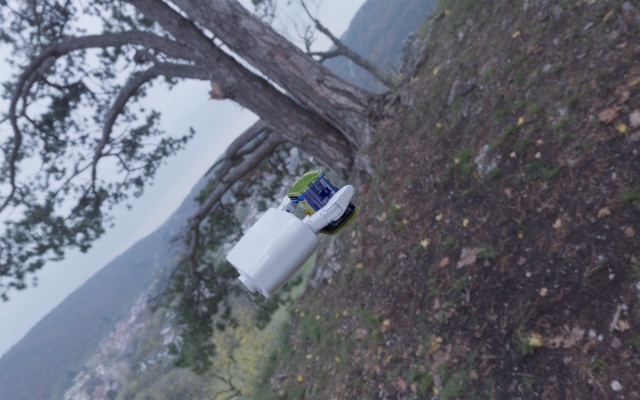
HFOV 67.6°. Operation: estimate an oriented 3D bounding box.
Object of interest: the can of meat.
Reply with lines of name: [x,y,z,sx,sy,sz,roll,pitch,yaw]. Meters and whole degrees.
can of meat: [0.000,0.002,0.725,0.057,0.084,0.102,-46,12,-13]
